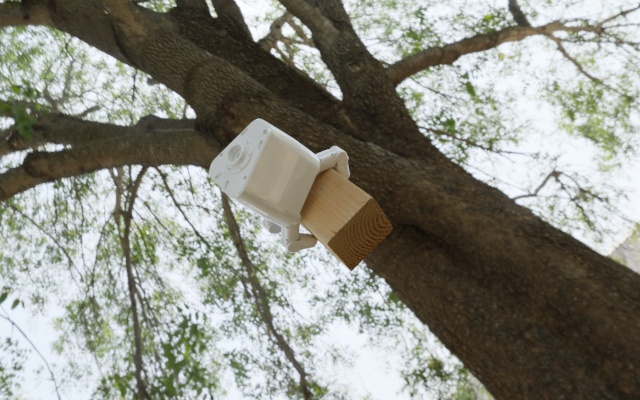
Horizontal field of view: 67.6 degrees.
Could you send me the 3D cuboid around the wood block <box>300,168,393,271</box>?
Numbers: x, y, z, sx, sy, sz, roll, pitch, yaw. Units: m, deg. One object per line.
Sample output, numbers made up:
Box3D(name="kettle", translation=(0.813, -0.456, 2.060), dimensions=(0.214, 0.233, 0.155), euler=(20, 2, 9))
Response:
Box3D(name="wood block", translation=(0.000, 0.002, 0.734), dimensions=(0.206, 0.091, 0.090), euler=(40, -8, 43))
